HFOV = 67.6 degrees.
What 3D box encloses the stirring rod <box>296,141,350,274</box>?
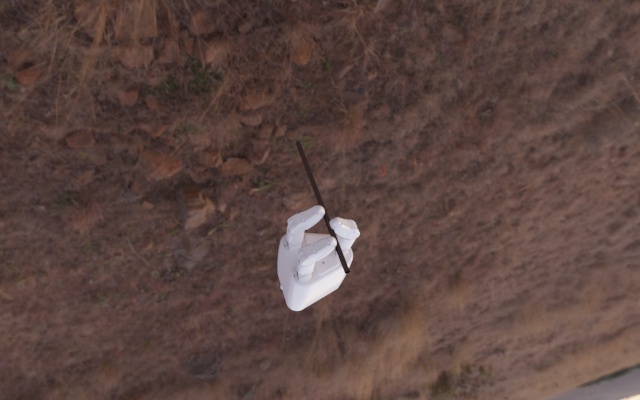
[{"bbox_3d":[0.000,0.002,0.716,0.011,0.239,0.011,-15,-32,-10],"label":"stirring rod"}]
